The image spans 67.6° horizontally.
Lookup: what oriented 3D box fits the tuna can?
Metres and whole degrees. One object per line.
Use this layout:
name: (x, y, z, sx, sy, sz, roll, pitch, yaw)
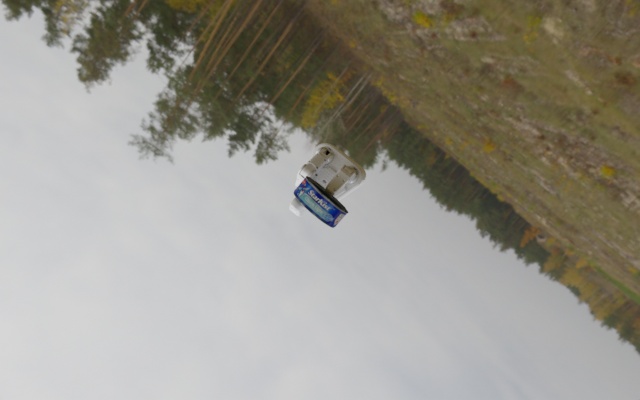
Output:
tuna can: (0.000, 0.003, 0.733, 0.086, 0.034, 0.086, 40, 7, -6)
